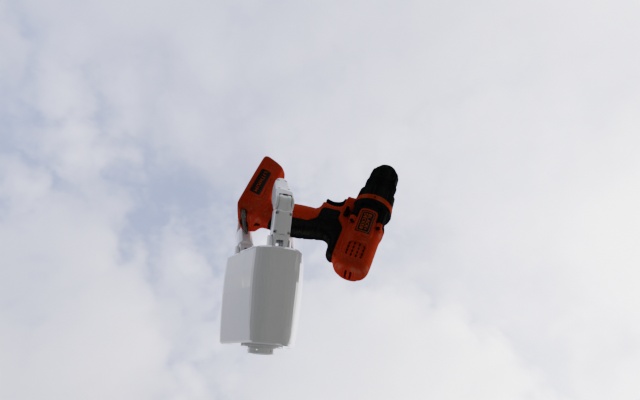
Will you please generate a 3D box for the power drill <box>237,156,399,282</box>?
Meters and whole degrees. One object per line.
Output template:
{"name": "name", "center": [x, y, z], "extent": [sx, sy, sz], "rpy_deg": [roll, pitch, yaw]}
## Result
{"name": "power drill", "center": [0.000, 0.002, 0.629], "extent": [0.187, 0.184, 0.057], "rpy_deg": [16, -39, 12]}
